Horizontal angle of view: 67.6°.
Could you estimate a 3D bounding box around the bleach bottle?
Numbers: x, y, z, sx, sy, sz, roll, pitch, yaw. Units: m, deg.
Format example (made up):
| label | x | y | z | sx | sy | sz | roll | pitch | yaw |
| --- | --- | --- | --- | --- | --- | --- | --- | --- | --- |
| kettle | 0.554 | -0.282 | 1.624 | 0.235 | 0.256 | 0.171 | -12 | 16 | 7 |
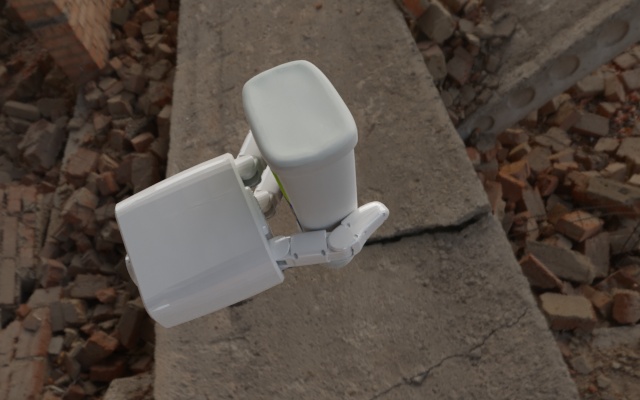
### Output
| label | x | y | z | sx | sy | sz | roll | pitch | yaw |
| --- | --- | --- | --- | --- | --- | --- | --- | --- | --- |
| bleach bottle | 0.000 | 0.001 | 0.435 | 0.068 | 0.102 | 0.251 | -23 | -34 | -5 |
